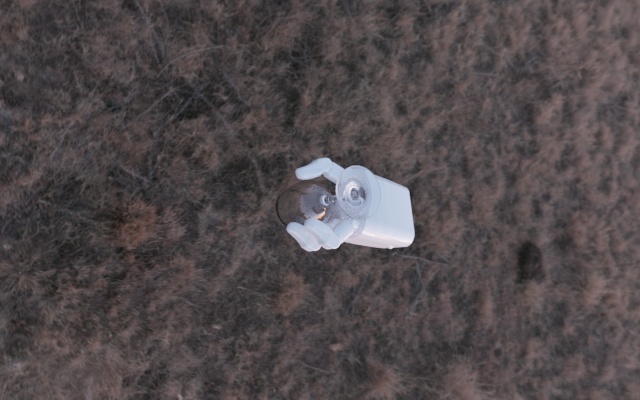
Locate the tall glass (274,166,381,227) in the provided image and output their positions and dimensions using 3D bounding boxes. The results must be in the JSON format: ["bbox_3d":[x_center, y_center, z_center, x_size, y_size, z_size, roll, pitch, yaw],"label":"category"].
[{"bbox_3d":[0.000,0.002,0.723,0.079,0.079,0.201,0,-7,-32],"label":"tall glass"}]
